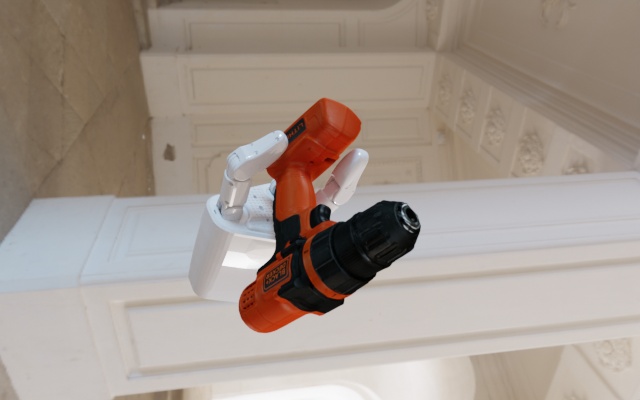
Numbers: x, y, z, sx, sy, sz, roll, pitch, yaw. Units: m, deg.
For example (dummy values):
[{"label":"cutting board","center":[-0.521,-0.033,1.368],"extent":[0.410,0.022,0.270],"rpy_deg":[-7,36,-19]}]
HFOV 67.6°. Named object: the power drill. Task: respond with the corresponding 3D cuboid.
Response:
[{"label":"power drill","center":[0.000,0.001,0.404],"extent":[0.057,0.187,0.184],"rpy_deg":[30,-48,-30]}]
